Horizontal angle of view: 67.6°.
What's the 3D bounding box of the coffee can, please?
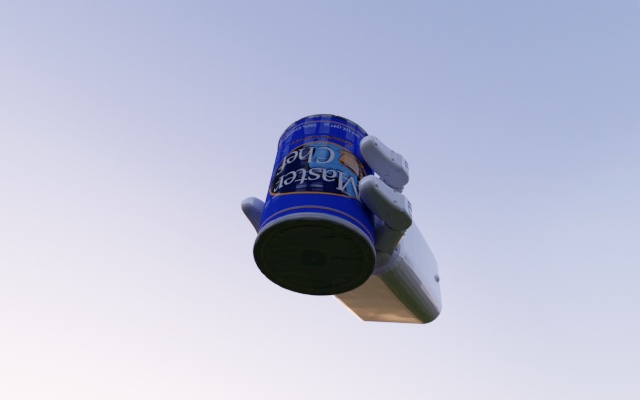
[{"bbox_3d":[0.000,0.001,0.444,0.103,0.103,0.140,0,44,7],"label":"coffee can"}]
